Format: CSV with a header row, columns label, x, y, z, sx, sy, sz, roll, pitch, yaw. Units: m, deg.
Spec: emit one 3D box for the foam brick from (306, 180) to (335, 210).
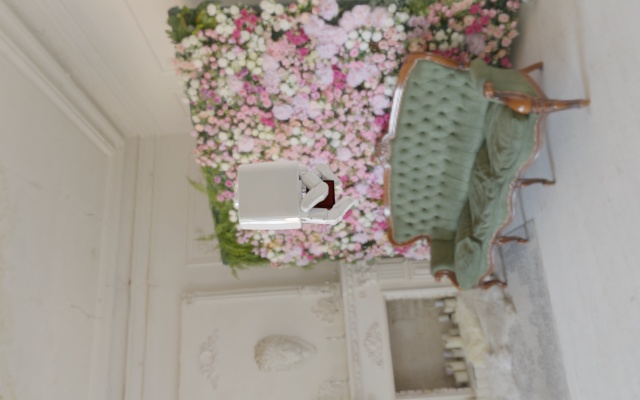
label,x,y,z,sx,sy,sz,roll,pitch,yaw
foam brick,0.000,0.003,0.871,0.051,0.053,0.078,-2,-27,0
